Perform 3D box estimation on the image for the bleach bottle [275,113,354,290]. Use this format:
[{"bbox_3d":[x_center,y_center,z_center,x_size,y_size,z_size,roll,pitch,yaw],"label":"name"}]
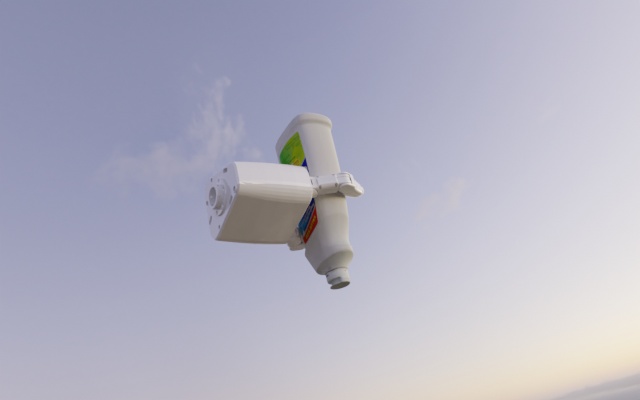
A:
[{"bbox_3d":[0.000,0.002,0.689,0.068,0.250,0.103,4,-33,-34],"label":"bleach bottle"}]
